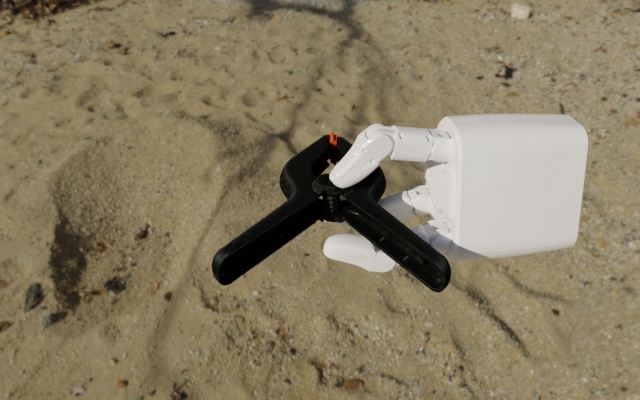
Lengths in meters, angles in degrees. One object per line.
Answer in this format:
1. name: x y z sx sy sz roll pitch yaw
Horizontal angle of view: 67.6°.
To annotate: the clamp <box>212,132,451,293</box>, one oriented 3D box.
1. clamp: 0.000 0.000 0.400 0.164 0.036 0.209 -1 34 -5
